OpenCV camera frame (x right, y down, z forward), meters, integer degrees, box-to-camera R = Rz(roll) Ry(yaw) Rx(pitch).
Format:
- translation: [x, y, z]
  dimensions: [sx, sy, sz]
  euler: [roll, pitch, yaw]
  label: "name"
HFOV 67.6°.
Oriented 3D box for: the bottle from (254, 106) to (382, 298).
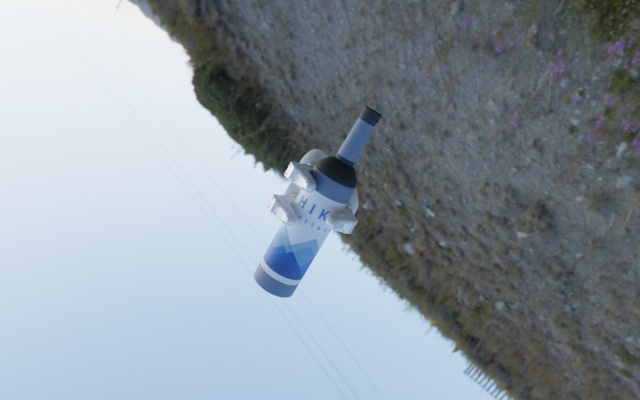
- translation: [0.000, 0.002, 0.679]
  dimensions: [0.069, 0.296, 0.069]
  euler: [28, 15, -8]
  label: "bottle"
